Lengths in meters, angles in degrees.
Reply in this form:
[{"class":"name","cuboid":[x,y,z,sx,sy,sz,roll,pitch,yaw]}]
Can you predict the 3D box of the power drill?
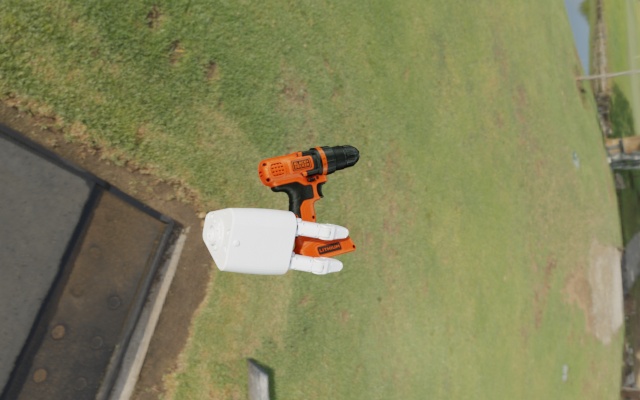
[{"class":"power drill","cuboid":[0.000,0.003,0.812,0.184,0.187,0.057,-13,-3,-21]}]
